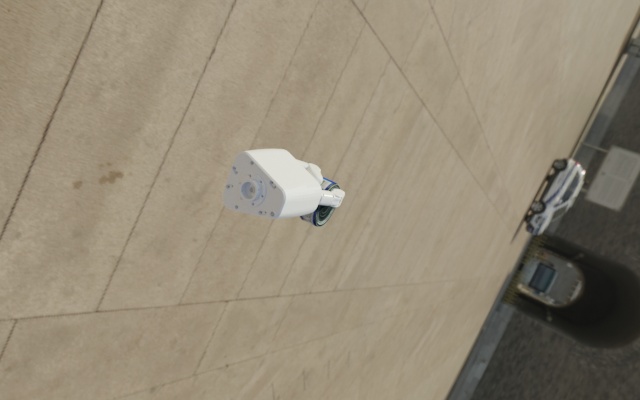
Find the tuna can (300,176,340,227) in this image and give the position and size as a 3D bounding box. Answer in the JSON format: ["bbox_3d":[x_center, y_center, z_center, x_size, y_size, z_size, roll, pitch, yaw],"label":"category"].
[{"bbox_3d":[0.001,0.003,0.844,0.033,0.086,0.086,25,9,21],"label":"tuna can"}]
